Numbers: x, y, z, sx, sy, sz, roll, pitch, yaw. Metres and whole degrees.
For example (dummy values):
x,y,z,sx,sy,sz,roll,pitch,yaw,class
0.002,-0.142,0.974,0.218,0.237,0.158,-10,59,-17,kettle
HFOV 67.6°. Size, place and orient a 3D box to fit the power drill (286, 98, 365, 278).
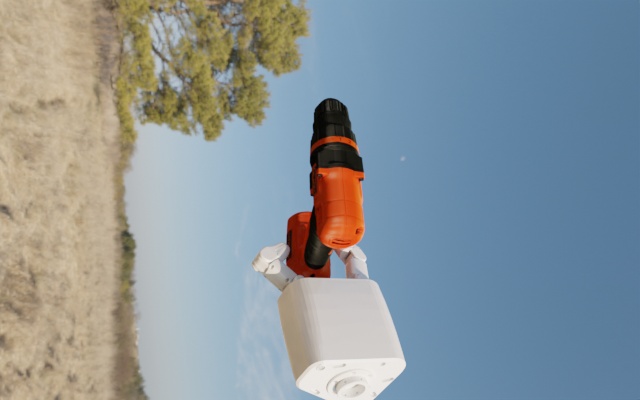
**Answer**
x,y,z,sx,sy,sz,roll,pitch,yaw,class
0.000,0.002,0.551,0.057,0.184,0.188,5,-36,-9,power drill
